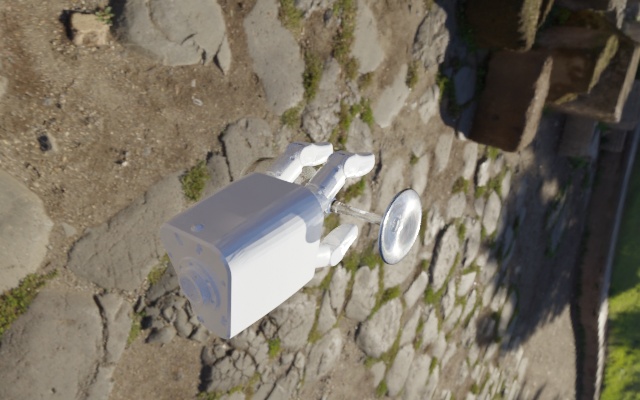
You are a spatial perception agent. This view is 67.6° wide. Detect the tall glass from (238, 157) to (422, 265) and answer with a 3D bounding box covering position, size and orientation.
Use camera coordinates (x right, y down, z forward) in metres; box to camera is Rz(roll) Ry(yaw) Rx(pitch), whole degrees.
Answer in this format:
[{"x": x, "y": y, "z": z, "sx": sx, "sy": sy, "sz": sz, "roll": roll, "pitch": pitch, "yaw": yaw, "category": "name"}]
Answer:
[{"x": 0.001, "y": 0.002, "z": 0.506, "sx": 0.201, "sy": 0.079, "sz": 0.079, "roll": 17, "pitch": 11, "yaw": 37, "category": "tall glass"}]
